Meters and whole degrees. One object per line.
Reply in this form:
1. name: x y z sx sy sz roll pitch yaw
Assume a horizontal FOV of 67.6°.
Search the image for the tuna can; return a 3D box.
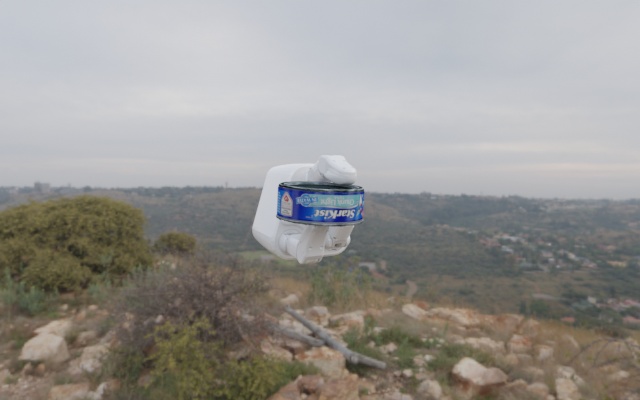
1. tuna can: 0.000 0.001 0.466 0.086 0.034 0.086 3 7 0
